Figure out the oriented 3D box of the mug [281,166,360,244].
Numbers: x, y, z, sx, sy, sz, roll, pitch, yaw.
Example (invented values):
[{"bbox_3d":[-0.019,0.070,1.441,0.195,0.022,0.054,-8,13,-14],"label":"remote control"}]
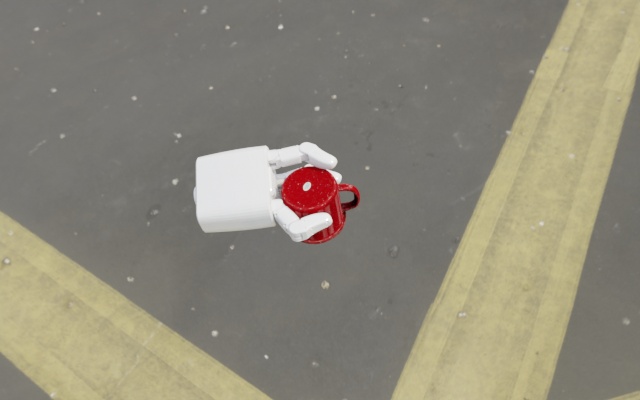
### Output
[{"bbox_3d":[0.002,0.002,0.700,0.117,0.093,0.082,-8,-36,3],"label":"mug"}]
